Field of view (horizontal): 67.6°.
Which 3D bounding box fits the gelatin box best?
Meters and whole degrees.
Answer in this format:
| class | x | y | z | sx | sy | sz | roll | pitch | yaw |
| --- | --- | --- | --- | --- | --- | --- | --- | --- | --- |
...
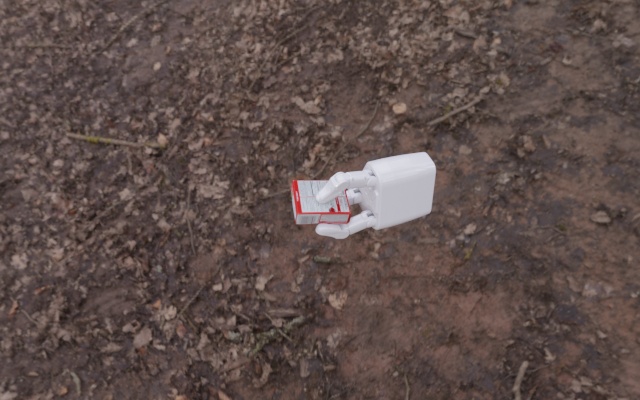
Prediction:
| class | x | y | z | sx | sy | sz | roll | pitch | yaw |
| --- | --- | --- | --- | --- | --- | --- | --- | --- | --- |
| gelatin box | 0.000 | 0.002 | 0.772 | 0.089 | 0.073 | 0.030 | 0 | -41 | -12 |
